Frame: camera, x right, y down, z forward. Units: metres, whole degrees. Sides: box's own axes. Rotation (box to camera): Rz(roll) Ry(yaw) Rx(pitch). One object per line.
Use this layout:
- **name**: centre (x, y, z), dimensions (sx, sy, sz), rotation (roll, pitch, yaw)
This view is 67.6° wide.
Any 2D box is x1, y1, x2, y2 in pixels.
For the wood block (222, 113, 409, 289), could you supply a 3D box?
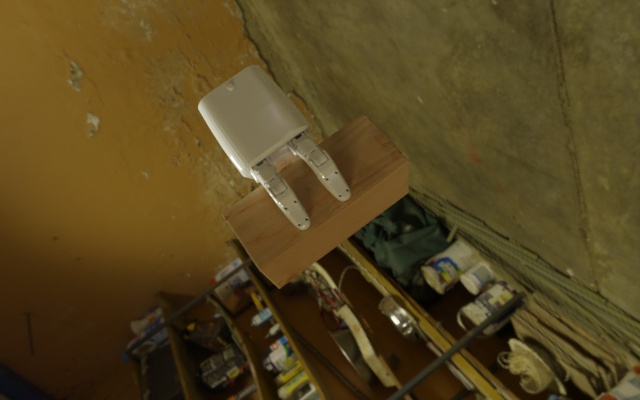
- **wood block**: centre (0.000, 0.002, 0.582), dimensions (0.206, 0.090, 0.091), rotation (-36, -24, -6)
